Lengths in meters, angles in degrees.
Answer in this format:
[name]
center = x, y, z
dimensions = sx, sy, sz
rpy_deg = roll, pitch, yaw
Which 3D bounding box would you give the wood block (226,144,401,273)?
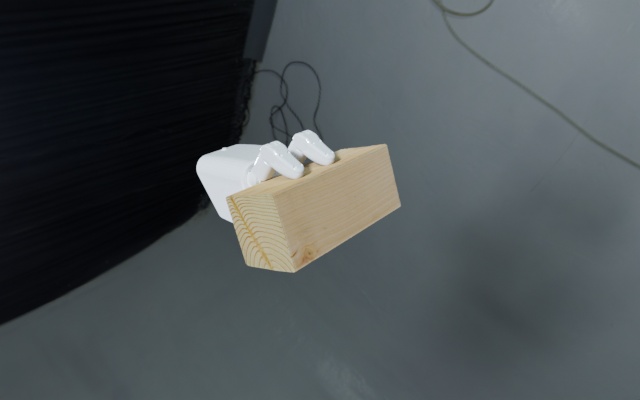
[wood block]
center = 0.000, 0.002, 0.597
dimensions = 0.090, 0.091, 0.206
rpy_deg = -1, 19, 45
